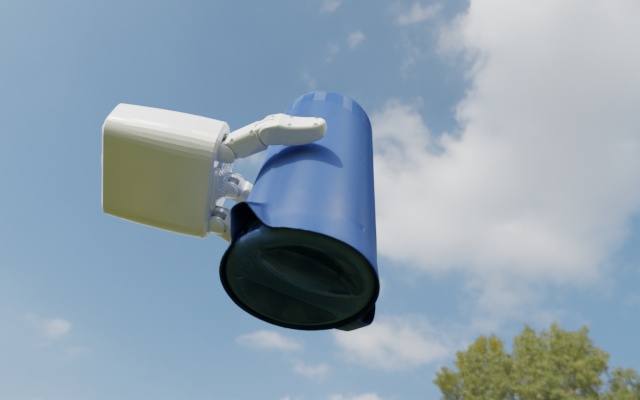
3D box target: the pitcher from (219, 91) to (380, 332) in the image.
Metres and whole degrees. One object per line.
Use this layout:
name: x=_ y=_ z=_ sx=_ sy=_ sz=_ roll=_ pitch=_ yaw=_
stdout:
pitcher: x=0.000 y=0.001 z=0.481 sx=0.145 sy=0.149 sz=0.242 roll=11 pitch=42 yaw=-1
